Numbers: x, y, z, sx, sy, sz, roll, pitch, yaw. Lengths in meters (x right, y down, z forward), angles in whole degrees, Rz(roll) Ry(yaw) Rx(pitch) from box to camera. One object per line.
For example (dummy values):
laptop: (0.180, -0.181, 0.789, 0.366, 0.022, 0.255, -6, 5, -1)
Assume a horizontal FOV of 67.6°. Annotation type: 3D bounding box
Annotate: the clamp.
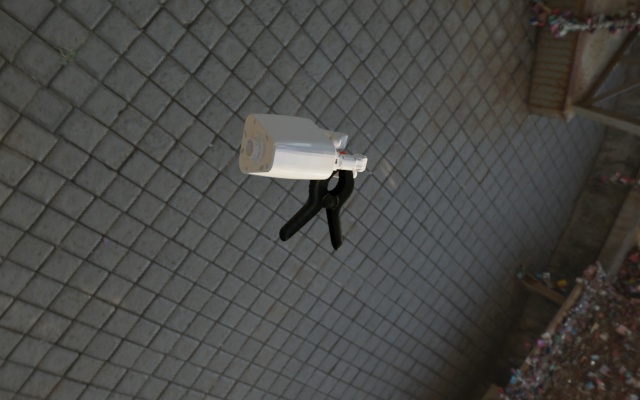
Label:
clamp: (0.001, 0.003, 0.777, 0.120, 0.171, 0.039, 1, 18, -35)
